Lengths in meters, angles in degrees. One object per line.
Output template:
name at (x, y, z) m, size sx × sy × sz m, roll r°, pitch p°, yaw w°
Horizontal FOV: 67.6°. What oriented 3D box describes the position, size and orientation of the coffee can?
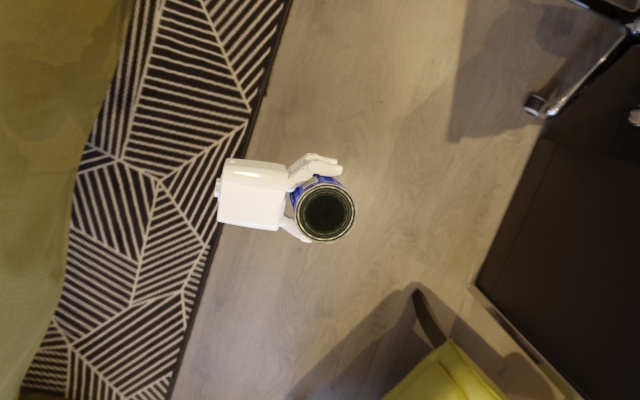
coffee can at (0.000, 0.003, 0.831) m, size 0.103 × 0.103 × 0.140 m, roll 0°, pitch 16°, yaw -7°
